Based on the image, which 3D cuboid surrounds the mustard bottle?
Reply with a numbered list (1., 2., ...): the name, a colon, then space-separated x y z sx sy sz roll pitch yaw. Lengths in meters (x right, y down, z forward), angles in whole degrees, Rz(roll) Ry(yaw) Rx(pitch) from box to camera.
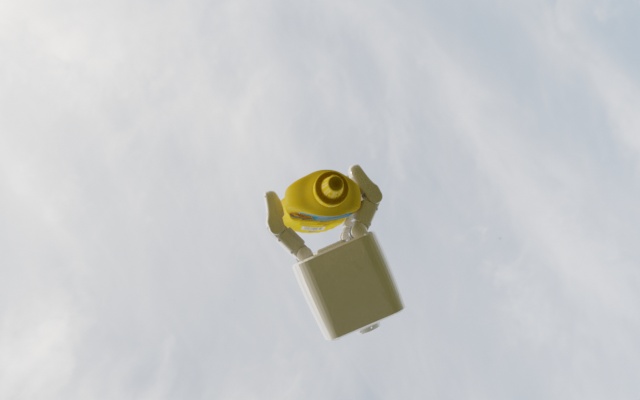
1. mustard bottle: 0.000 0.002 0.616 0.096 0.058 0.192 3 -12 -10
